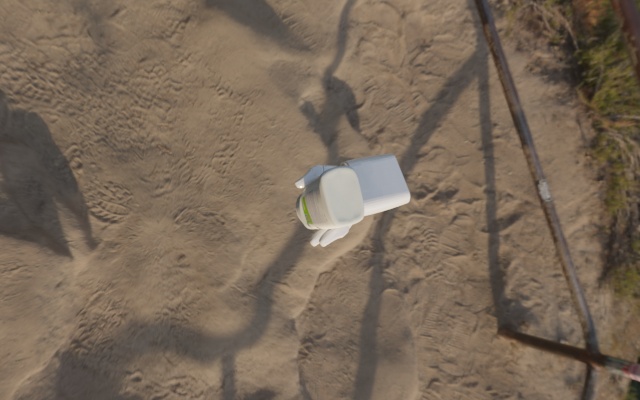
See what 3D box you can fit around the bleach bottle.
[{"bbox_3d":[0.000,0.003,0.893,0.068,0.102,0.251,-14,0,-18],"label":"bleach bottle"}]
